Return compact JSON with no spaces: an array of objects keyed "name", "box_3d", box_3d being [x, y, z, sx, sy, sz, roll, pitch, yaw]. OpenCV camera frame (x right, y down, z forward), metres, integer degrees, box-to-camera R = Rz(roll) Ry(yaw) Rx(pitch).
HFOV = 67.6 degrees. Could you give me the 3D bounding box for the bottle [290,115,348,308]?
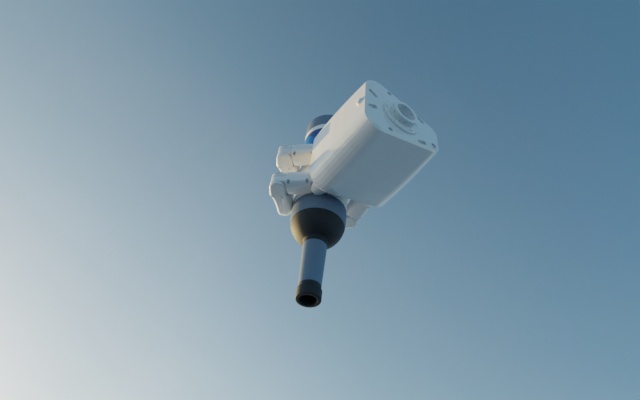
[{"name":"bottle","box_3d":[0.000,0.002,0.595,0.069,0.069,0.295,0,43,7]}]
